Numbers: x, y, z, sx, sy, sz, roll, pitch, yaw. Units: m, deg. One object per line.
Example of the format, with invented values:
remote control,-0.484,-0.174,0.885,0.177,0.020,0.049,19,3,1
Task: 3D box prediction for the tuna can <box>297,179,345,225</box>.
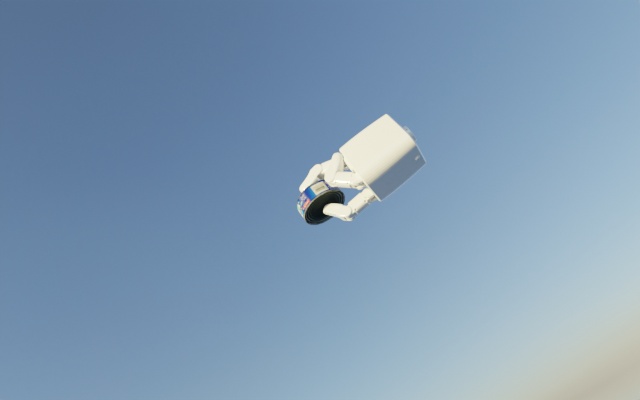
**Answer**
tuna can,0.000,0.003,0.872,0.086,0.086,0.033,0,42,-43
